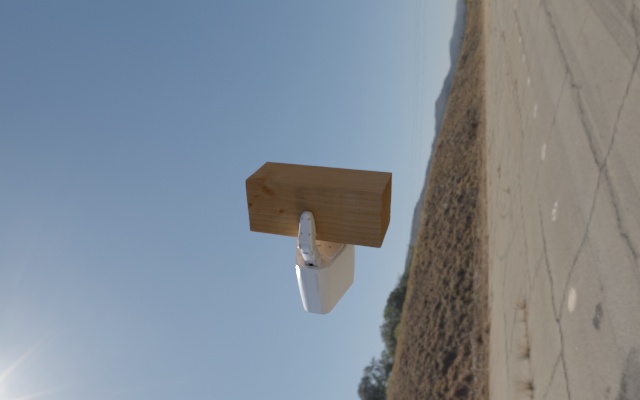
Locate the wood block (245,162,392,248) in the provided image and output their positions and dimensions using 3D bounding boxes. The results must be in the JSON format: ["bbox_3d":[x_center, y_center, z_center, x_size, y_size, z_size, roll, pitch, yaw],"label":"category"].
[{"bbox_3d":[0.000,0.003,0.736,0.206,0.090,0.090,6,26,15],"label":"wood block"}]
